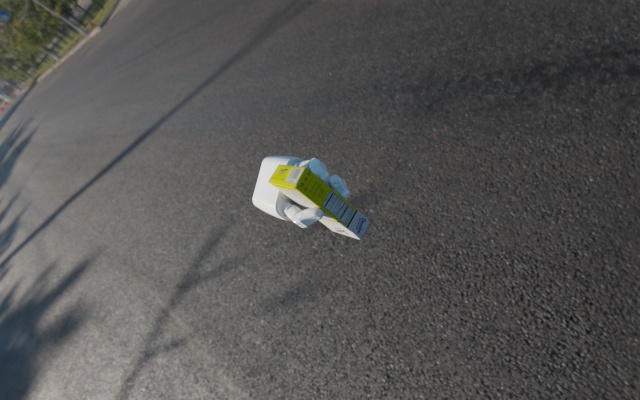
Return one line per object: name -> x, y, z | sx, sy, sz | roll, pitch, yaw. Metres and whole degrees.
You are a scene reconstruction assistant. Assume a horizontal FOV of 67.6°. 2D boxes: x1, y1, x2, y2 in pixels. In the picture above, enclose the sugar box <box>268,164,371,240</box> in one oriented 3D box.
sugar box -> 0.000, 0.002, 0.850 | 0.176, 0.048, 0.093 | 36, -13, -33
